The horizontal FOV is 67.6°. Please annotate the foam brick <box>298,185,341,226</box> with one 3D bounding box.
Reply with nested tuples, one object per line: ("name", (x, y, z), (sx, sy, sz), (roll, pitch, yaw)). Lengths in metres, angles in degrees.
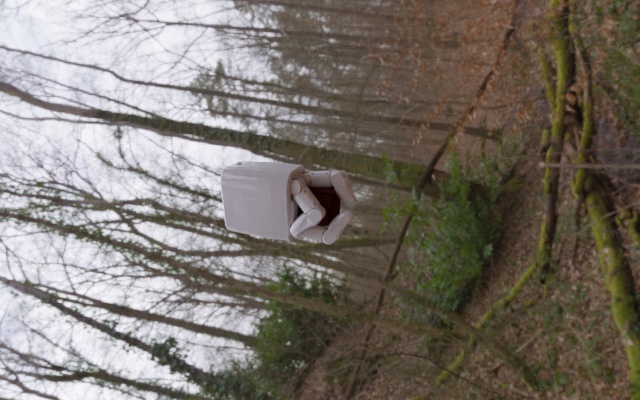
("foam brick", (0.000, 0.002, 0.743), (0.051, 0.053, 0.078), (7, 14, 12))
